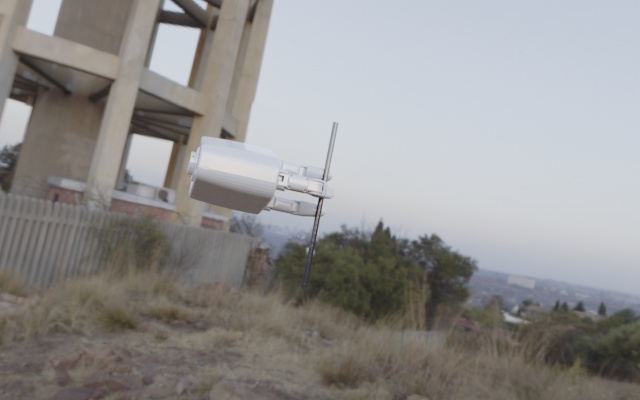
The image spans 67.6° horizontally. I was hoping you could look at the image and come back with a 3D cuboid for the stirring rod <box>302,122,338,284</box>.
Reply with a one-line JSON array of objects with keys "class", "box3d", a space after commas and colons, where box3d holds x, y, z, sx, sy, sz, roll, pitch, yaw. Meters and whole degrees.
[{"class": "stirring rod", "box3d": [0.000, 0.002, 0.697, 0.011, 0.239, 0.011, 11, -5, 1]}]
